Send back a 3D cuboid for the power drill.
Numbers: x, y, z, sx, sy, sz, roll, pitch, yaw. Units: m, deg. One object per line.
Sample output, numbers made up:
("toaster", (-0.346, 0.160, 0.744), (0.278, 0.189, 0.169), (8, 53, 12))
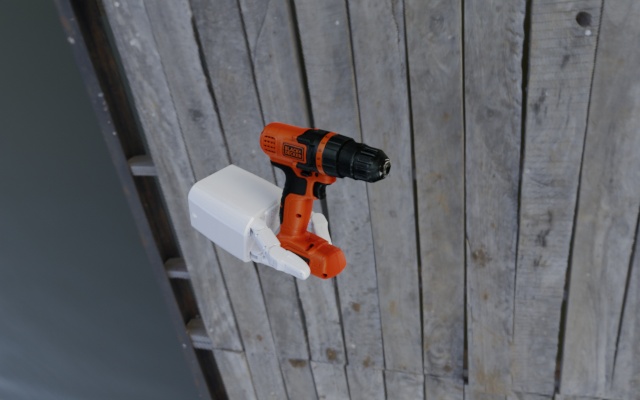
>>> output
("power drill", (0.000, 0.002, 0.610), (0.184, 0.188, 0.057), (20, 28, 34))
